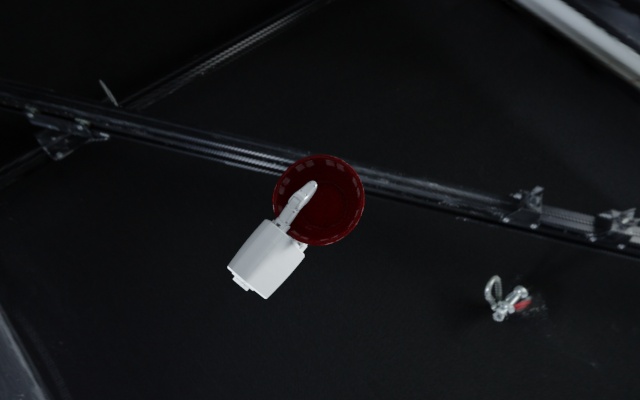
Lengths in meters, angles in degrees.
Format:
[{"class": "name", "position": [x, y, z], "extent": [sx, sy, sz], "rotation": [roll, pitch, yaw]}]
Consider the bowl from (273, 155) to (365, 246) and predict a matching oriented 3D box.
[{"class": "bowl", "position": [0.001, 0.002, 0.852], "extent": [0.162, 0.162, 0.055], "rotation": [0, -12, 11]}]
